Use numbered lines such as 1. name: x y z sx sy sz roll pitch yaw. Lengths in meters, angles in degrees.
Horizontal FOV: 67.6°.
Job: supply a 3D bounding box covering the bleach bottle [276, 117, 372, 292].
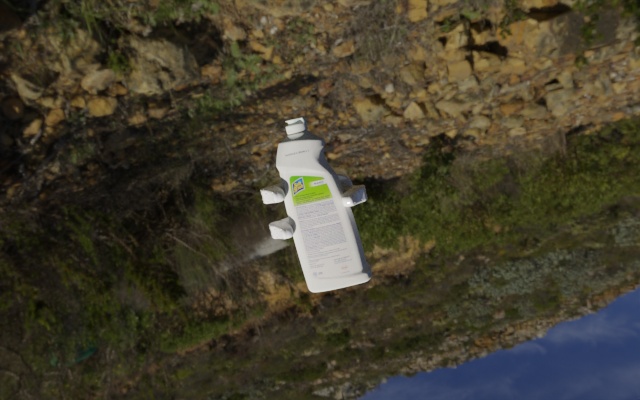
1. bleach bottle: 0.000 0.002 0.700 0.102 0.251 0.068 -13 9 1
